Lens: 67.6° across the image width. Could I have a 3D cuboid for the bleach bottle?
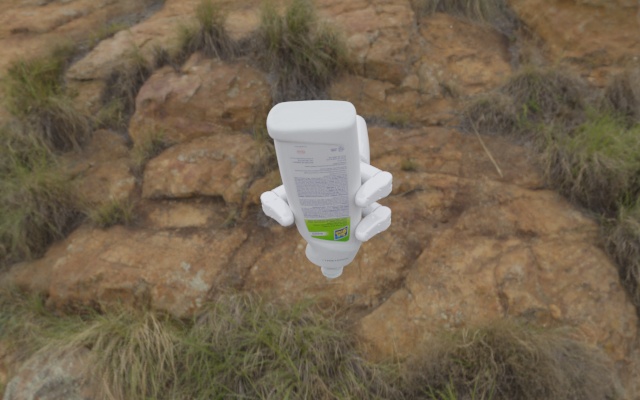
[{"bbox_3d":[0.000,0.002,0.600,0.102,0.251,0.068,-1,39,5],"label":"bleach bottle"}]
